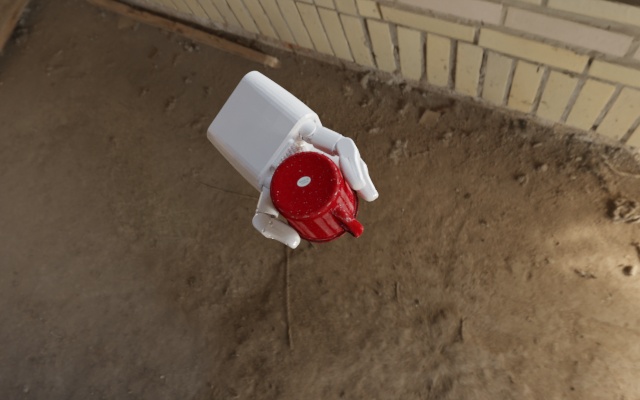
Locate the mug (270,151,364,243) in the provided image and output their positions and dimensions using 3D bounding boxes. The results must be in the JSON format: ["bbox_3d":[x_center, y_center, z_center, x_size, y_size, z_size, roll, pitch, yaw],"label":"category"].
[{"bbox_3d":[0.001,0.003,0.542,0.117,0.093,0.081,40,-5,23],"label":"mug"}]
